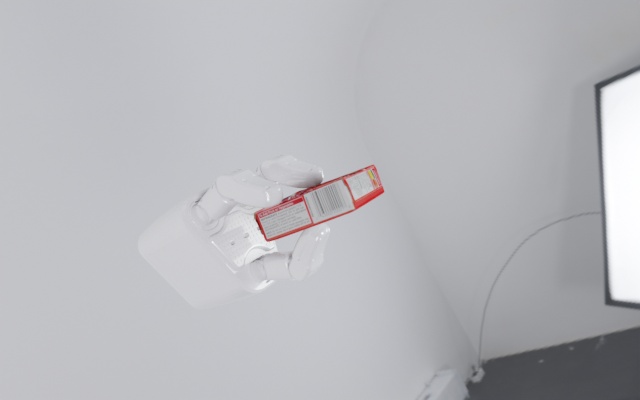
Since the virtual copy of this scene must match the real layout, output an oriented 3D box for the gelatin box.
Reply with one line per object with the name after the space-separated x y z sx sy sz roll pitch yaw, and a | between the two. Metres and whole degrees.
0.001 0.002 0.400 0.089 0.030 0.073 -21 1 28 | gelatin box
